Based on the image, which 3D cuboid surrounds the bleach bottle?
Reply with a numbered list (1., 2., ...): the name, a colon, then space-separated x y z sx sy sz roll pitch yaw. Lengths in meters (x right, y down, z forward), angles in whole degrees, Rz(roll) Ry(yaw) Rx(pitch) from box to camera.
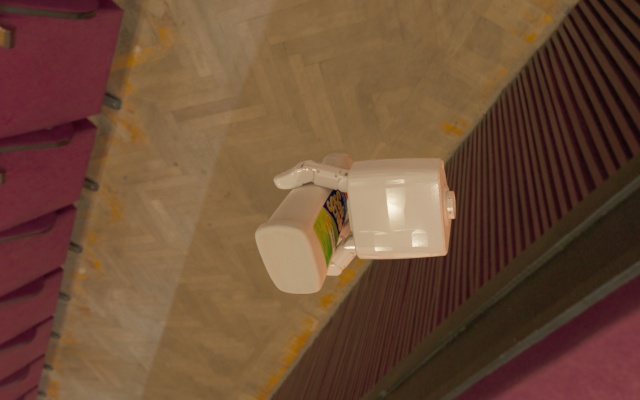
1. bleach bottle: 0.000 0.002 0.627 0.068 0.103 0.250 -3 32 22
